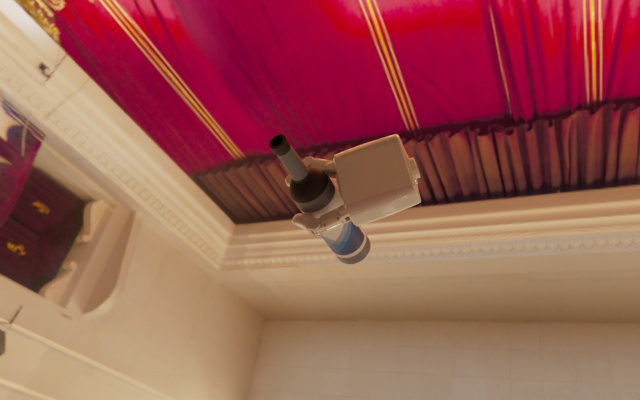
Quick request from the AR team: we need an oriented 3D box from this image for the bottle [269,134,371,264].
[{"bbox_3d":[0.000,0.003,0.767,0.069,0.069,0.296,0,-35,30],"label":"bottle"}]
